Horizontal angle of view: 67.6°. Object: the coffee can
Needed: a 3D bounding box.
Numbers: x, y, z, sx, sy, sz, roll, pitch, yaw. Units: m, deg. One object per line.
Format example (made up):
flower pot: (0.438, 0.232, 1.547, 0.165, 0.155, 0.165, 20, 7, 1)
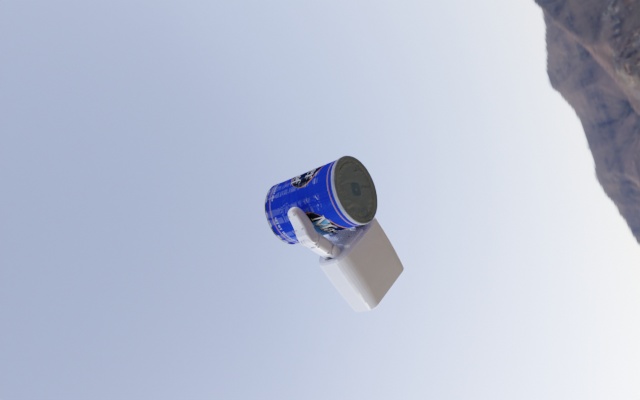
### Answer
coffee can: (0.000, 0.002, 0.724, 0.140, 0.103, 0.103, -19, -12, 37)
